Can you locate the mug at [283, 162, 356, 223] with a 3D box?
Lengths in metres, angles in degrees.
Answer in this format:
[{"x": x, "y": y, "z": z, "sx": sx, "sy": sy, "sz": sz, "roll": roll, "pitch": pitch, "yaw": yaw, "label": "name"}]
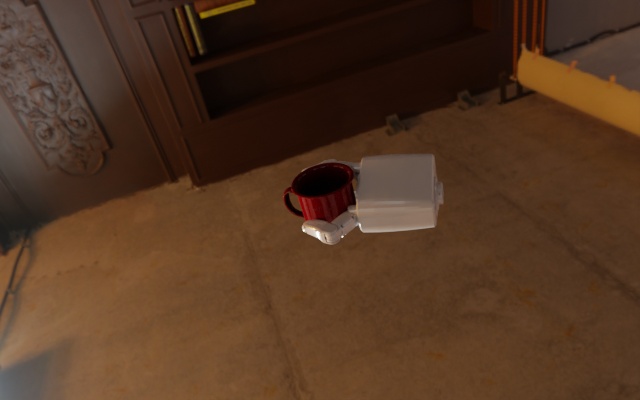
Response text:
[{"x": -0.001, "y": 0.003, "z": 0.716, "sx": 0.117, "sy": 0.081, "sz": 0.093, "roll": -3, "pitch": 35, "yaw": 19, "label": "mug"}]
